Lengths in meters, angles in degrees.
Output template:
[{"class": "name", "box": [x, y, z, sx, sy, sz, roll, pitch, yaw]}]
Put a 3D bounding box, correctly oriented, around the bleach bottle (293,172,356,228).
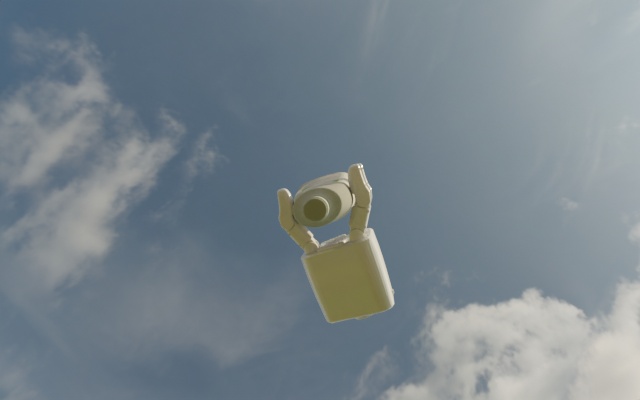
[{"class": "bleach bottle", "box": [0.000, 0.002, 0.698, 0.102, 0.068, 0.251, -20, 3, 8]}]
